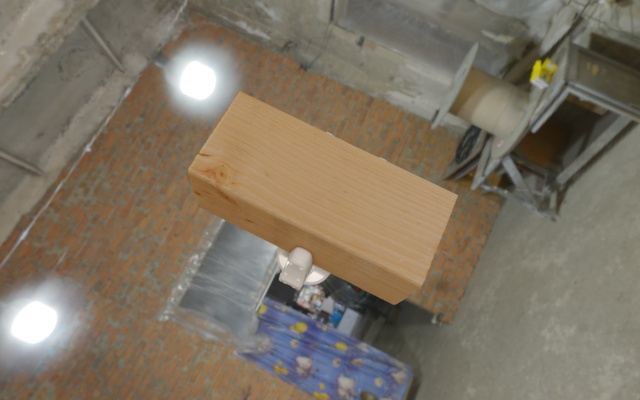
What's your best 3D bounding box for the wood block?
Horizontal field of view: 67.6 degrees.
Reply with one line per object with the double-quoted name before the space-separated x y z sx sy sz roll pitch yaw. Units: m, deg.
"wood block" 0.000 0.002 0.427 0.206 0.090 0.090 26 -22 4
